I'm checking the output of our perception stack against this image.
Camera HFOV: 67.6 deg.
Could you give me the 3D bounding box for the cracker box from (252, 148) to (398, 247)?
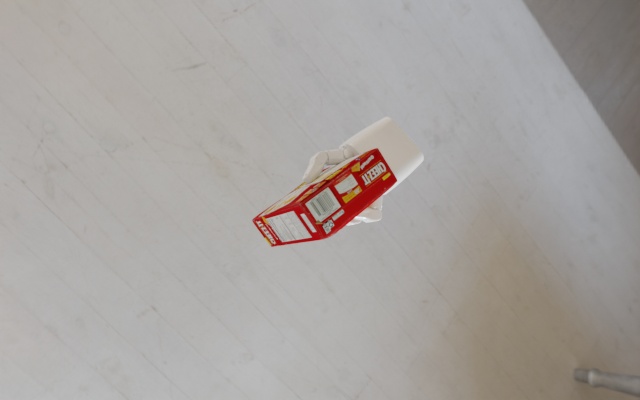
[{"bbox_3d":[0.000,0.002,0.788,0.164,0.072,0.214,-37,9,-26],"label":"cracker box"}]
